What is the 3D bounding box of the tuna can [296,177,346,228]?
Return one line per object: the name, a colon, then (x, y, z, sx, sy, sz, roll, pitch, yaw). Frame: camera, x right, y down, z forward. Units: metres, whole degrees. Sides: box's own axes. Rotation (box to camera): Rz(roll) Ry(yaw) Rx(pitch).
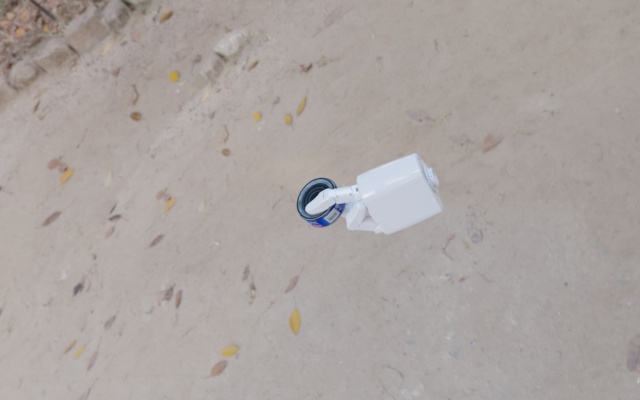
tuna can: (0.000, 0.003, 0.842, 0.086, 0.086, 0.034, 0, -24, 36)
